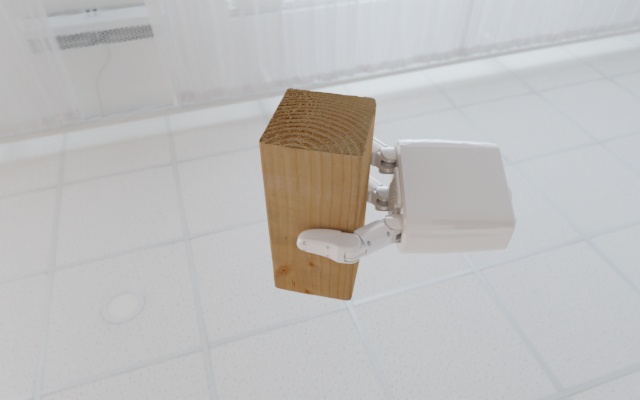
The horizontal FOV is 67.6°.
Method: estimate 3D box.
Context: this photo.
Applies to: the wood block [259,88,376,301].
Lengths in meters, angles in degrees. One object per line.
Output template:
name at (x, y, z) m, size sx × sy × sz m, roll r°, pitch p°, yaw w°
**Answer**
wood block at (0.000, 0.002, 0.492) m, size 0.090 × 0.206 × 0.090 m, roll 9°, pitch 45°, yaw 9°
